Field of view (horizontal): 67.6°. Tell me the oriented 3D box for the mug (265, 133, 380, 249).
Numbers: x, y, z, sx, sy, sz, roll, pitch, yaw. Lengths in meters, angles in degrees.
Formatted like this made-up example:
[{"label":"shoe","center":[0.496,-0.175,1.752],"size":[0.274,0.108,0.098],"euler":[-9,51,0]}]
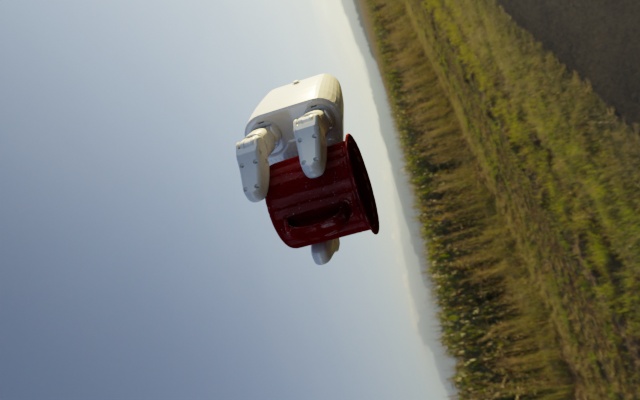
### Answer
[{"label":"mug","center":[0.000,0.002,0.420],"size":[0.081,0.093,0.117],"euler":[-16,26,13]}]
